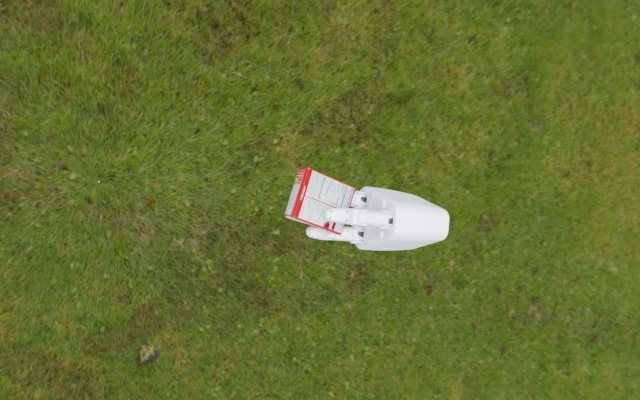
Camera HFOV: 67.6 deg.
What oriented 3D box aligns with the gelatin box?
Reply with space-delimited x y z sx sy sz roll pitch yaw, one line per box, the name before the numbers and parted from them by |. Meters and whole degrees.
gelatin box | 0.000 0.002 0.677 0.089 0.073 0.030 22 -9 -32
